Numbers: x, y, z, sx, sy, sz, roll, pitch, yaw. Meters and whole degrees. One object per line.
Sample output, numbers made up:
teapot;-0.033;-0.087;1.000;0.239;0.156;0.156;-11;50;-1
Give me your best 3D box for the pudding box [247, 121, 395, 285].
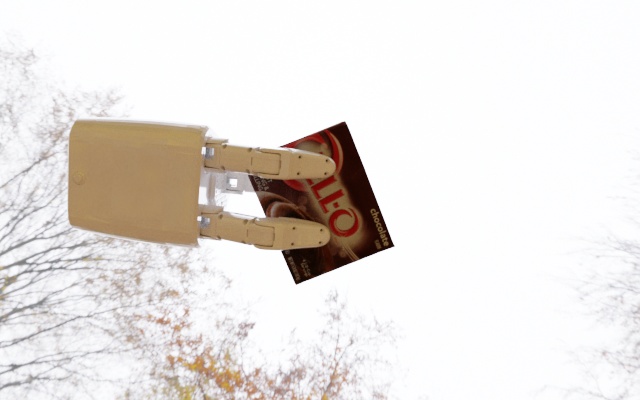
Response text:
pudding box;0.000;0.001;0.401;0.090;0.113;0.039;-22;9;5
